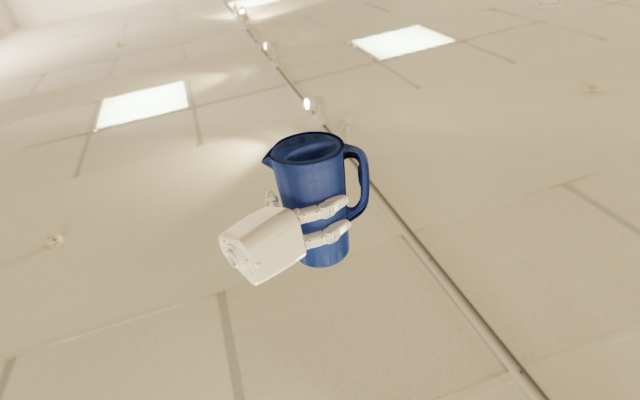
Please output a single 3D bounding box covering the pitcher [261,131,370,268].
[{"bbox_3d":[0.000,0.003,0.888,0.145,0.243,0.149,-31,38,-30],"label":"pitcher"}]
